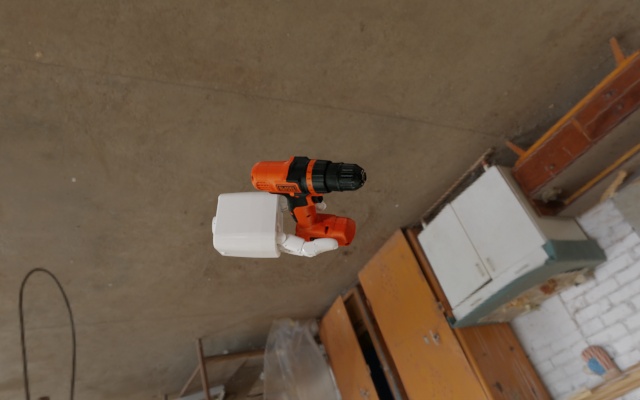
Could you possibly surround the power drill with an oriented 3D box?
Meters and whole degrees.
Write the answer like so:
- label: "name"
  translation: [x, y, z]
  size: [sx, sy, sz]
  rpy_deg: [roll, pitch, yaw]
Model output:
- label: "power drill"
  translation: [0.000, 0.003, 0.774]
  size: [0.184, 0.057, 0.188]
  rpy_deg: [4, -36, 24]
